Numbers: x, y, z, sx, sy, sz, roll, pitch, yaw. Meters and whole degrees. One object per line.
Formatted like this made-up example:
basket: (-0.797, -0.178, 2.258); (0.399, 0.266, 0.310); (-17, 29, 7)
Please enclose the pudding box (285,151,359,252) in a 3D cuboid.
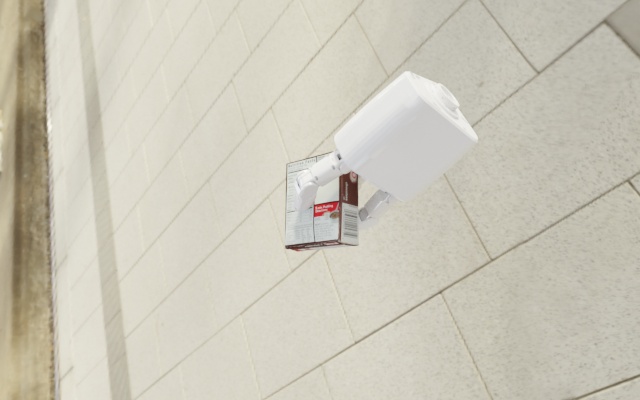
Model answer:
pudding box: (0.000, 0.002, 0.578); (0.090, 0.113, 0.039); (-11, -19, 40)
